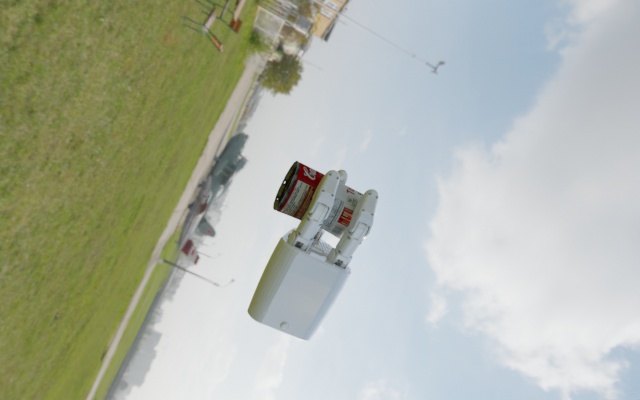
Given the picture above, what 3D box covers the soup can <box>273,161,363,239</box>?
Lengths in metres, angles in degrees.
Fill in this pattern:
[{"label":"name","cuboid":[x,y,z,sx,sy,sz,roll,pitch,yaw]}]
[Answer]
[{"label":"soup can","cuboid":[0.001,0.002,0.607,0.102,0.068,0.068,26,-6,-13]}]
